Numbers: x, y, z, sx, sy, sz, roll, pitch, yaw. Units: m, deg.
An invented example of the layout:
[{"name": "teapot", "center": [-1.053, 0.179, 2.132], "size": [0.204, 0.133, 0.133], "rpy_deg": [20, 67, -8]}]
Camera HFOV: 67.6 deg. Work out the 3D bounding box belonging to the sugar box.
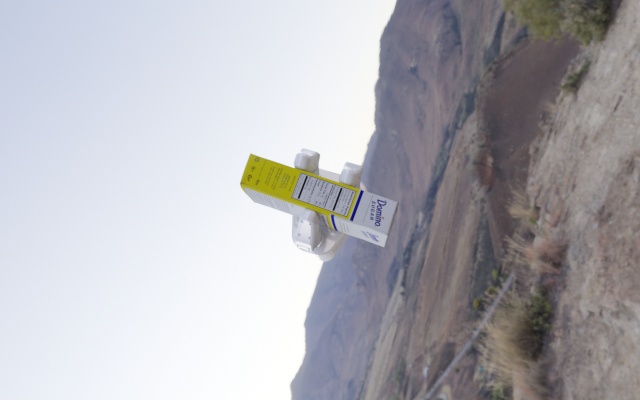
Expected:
[{"name": "sugar box", "center": [0.000, 0.001, 0.560], "size": [0.176, 0.048, 0.093], "rpy_deg": [16, -11, 8]}]
